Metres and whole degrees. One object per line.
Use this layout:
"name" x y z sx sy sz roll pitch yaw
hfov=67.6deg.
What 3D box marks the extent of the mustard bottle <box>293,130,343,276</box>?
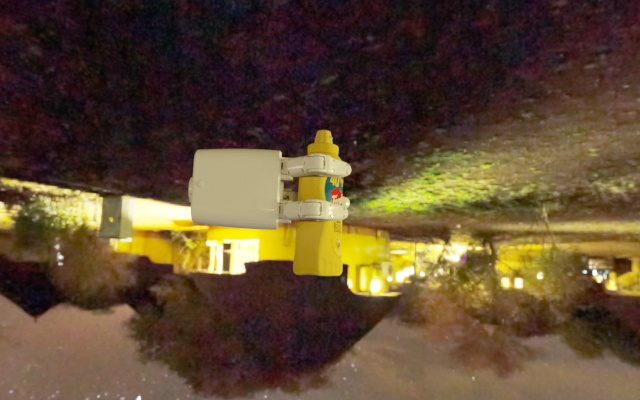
"mustard bottle" 0.000 0.002 0.628 0.058 0.191 0.096 -1 -8 20
